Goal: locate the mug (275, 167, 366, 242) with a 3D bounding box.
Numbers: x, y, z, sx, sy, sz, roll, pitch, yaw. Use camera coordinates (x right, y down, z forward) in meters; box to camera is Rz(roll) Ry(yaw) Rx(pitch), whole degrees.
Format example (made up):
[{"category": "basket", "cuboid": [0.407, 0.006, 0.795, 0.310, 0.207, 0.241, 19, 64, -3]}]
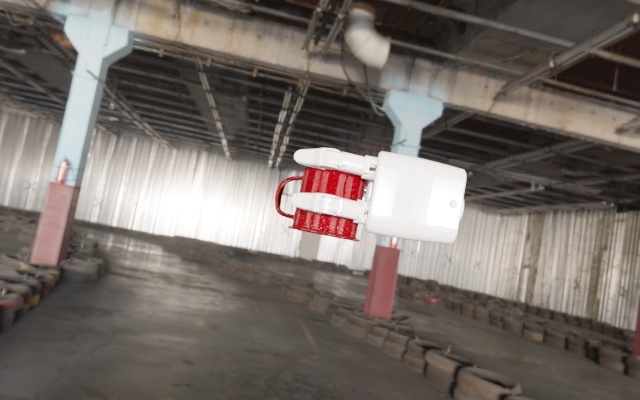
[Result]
[{"category": "mug", "cuboid": [-0.001, 0.002, 0.612, 0.117, 0.081, 0.093, 11, -4, 2]}]
